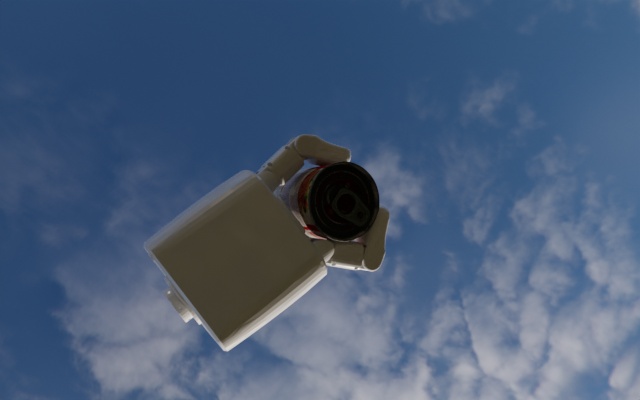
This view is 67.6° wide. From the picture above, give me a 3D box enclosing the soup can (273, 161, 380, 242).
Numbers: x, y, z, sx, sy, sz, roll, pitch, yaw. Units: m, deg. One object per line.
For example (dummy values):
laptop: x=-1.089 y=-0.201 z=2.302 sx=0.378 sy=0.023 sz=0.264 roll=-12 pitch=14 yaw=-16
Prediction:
soup can: x=0.000 y=0.001 z=0.448 sx=0.068 sy=0.068 sz=0.102 roll=0 pitch=-1 yaw=-25
